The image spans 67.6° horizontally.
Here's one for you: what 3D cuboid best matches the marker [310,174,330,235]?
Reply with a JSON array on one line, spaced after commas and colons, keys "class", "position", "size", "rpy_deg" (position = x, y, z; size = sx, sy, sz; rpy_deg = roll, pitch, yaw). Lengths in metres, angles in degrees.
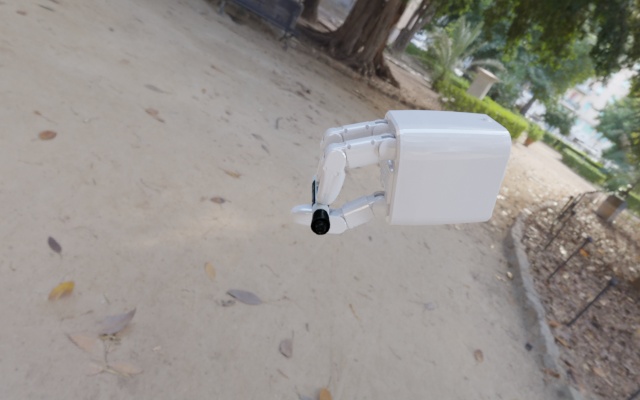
[{"class": "marker", "position": [0.000, 0.002, 0.492], "size": [0.020, 0.020, 0.121], "rpy_deg": [0, 24, 0]}]
